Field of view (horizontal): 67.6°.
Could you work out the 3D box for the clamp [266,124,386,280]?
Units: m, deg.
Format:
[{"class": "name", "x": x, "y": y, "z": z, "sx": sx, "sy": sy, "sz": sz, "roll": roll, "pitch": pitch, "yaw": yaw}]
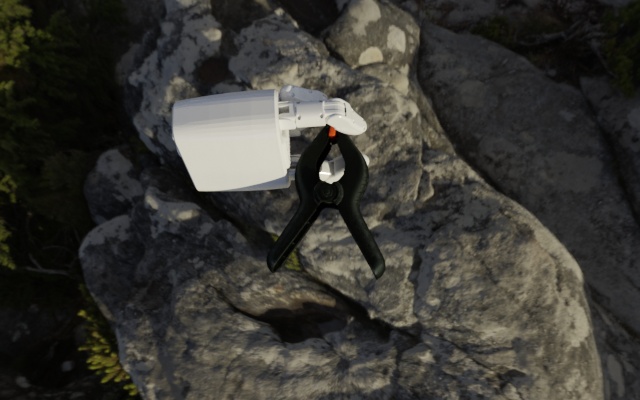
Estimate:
[{"class": "clamp", "x": 0.000, "y": 0.001, "z": 0.501, "sx": 0.120, "sy": 0.171, "sz": 0.039, "roll": -4, "pitch": -18, "yaw": 1}]
